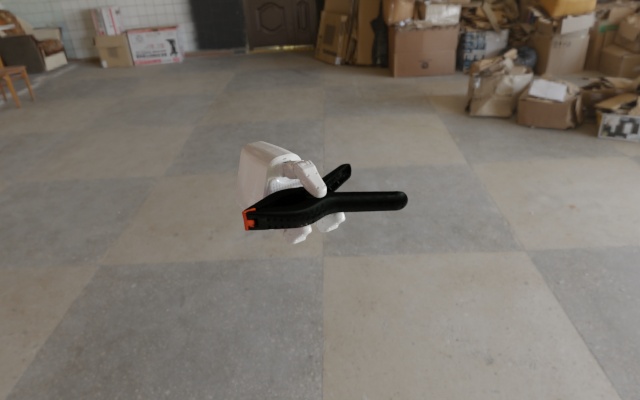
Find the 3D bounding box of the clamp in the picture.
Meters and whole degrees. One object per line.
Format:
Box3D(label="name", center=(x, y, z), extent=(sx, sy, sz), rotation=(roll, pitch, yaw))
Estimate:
Box3D(label="clamp", center=(-0.001, 0.001, 0.646), extent=(0.210, 0.036, 0.164), rotation=(-19, 25, -27))
